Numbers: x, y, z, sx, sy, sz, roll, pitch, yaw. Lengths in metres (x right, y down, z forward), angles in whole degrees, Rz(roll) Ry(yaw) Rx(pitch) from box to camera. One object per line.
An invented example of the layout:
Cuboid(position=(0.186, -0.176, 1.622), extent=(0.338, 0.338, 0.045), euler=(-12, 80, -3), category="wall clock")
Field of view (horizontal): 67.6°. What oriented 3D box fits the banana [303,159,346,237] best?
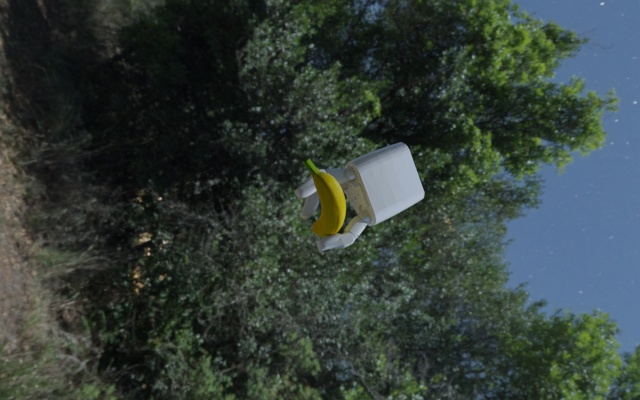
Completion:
Cuboid(position=(0.011, 0.013, 0.747), extent=(0.037, 0.069, 0.198), euler=(-30, -30, -18), category="banana")
